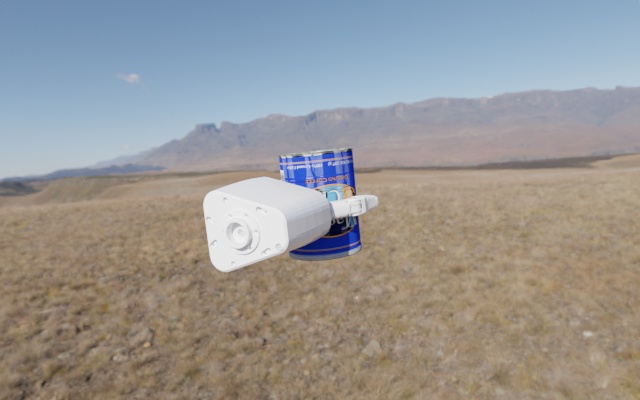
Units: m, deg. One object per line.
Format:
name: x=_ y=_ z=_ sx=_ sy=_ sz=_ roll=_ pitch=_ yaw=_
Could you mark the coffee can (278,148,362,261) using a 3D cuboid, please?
coffee can: x=0.000 y=0.002 z=0.658 sx=0.103 sy=0.140 sz=0.103 roll=-6 pitch=7 yaw=1
